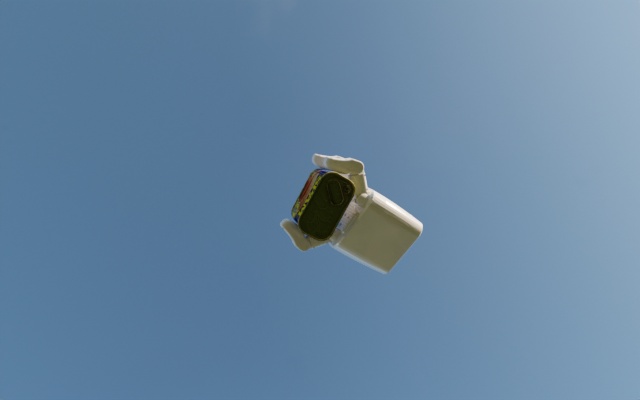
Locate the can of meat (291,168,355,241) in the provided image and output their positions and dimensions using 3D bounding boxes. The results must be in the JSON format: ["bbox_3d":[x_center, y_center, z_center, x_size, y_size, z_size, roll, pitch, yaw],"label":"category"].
[{"bbox_3d":[0.000,0.002,0.736,0.057,0.102,0.084,28,2,-16],"label":"can of meat"}]
